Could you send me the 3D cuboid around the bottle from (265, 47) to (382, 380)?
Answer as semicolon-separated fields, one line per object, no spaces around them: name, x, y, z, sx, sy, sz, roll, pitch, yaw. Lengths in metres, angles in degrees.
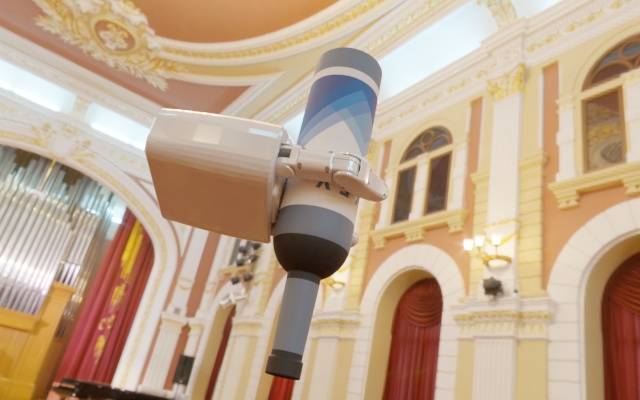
bottle;0.000;0.001;0.418;0.069;0.295;0.069;10;-24;5
